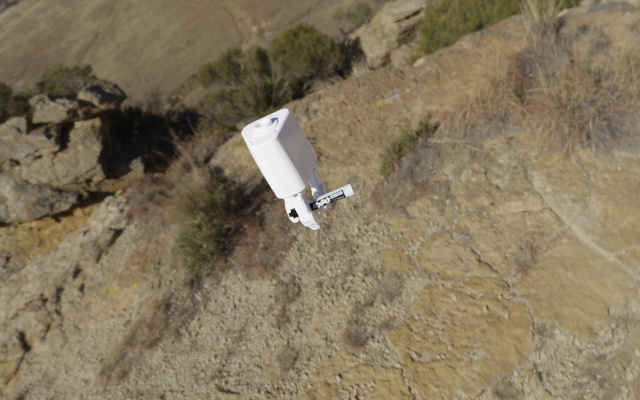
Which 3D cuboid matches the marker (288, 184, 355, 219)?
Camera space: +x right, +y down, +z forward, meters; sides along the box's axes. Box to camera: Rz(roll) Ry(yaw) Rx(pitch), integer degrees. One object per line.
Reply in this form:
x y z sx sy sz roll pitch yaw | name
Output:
0.000 0.003 0.828 0.121 0.020 0.020 -23 -4 10 | marker
